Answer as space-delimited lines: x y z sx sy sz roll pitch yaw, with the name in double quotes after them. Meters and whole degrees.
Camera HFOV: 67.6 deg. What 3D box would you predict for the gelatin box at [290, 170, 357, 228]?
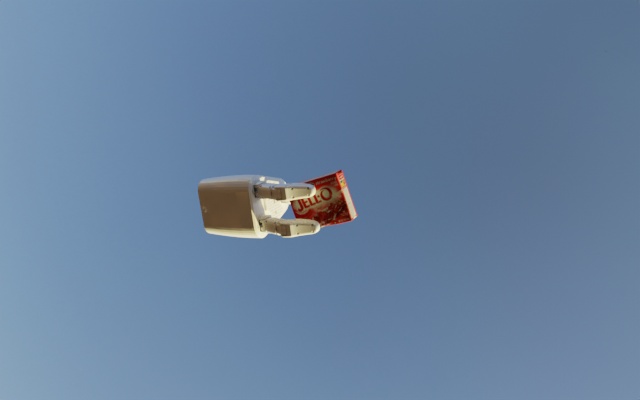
0.001 0.002 0.703 0.089 0.073 0.030 -15 9 25 "gelatin box"
